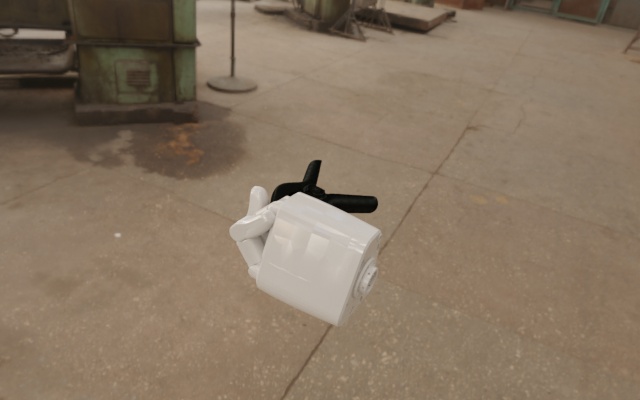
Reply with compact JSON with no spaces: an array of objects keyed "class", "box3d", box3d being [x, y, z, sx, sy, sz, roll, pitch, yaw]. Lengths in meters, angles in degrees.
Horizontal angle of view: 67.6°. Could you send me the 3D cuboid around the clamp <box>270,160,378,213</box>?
[{"class":"clamp","box3d":[0.000,0.002,0.629,0.120,0.039,0.171,26,34,19]}]
